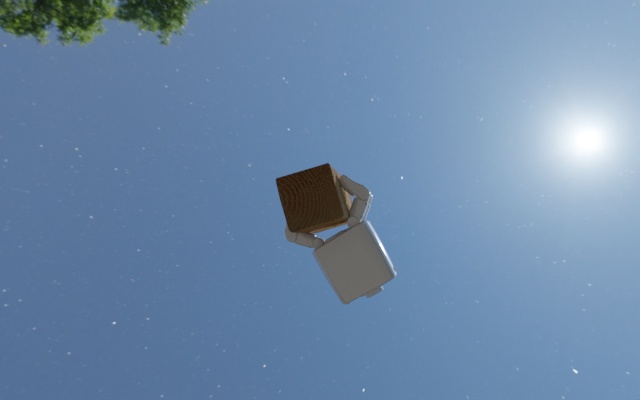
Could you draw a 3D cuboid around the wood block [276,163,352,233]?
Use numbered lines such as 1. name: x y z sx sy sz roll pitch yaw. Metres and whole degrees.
1. wood block: 0.000 0.003 0.829 0.091 0.090 0.206 -17 -7 8
